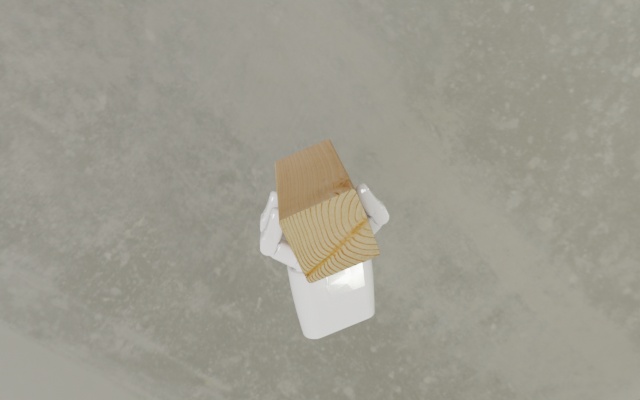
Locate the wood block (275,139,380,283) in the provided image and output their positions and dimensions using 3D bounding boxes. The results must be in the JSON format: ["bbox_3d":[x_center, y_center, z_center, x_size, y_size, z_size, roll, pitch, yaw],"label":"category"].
[{"bbox_3d":[0.001,0.002,0.612,0.091,0.090,0.206,-23,23,2],"label":"wood block"}]
